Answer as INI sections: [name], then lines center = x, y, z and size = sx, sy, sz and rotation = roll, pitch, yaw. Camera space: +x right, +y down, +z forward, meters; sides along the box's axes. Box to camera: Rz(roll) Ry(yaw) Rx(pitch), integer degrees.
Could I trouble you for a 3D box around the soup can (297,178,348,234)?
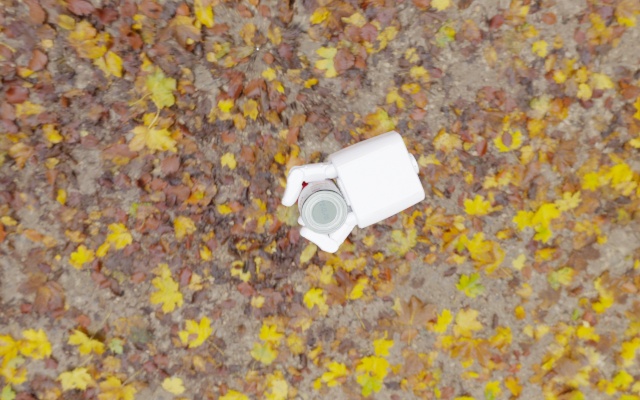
[soup can]
center = 0.000, 0.002, 0.707
size = 0.068, 0.068, 0.102
rotation = 0, 17, -8
